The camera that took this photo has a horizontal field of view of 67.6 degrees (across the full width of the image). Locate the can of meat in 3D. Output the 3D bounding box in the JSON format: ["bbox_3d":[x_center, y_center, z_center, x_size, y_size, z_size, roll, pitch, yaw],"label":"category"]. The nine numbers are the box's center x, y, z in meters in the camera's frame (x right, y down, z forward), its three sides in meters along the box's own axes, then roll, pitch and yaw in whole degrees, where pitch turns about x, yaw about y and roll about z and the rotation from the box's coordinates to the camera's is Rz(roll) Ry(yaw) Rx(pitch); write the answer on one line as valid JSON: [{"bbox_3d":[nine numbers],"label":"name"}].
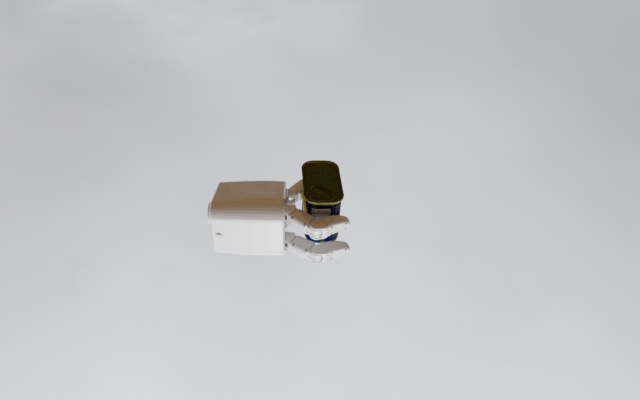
[{"bbox_3d":[0.000,0.003,0.722,0.057,0.084,0.102,-1,40,-6],"label":"can of meat"}]
